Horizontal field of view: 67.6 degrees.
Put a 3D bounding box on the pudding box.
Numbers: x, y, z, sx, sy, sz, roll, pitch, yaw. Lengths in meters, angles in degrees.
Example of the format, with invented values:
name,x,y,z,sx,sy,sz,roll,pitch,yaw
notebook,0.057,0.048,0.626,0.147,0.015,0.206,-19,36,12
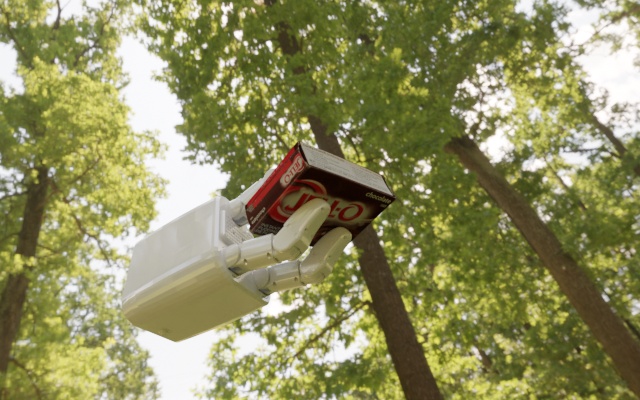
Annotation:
name,x,y,z,sx,sy,sz,roll,pitch,yaw
pudding box,0.000,0.001,0.447,0.113,0.039,0.090,15,-50,-39
